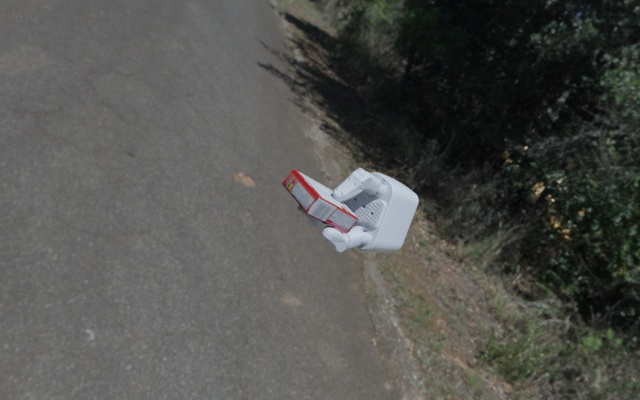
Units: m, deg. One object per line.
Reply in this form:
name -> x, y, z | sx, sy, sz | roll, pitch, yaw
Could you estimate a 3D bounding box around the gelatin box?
gelatin box -> 0.000, 0.002, 0.641 | 0.089, 0.030, 0.073 | 29, 14, -45
